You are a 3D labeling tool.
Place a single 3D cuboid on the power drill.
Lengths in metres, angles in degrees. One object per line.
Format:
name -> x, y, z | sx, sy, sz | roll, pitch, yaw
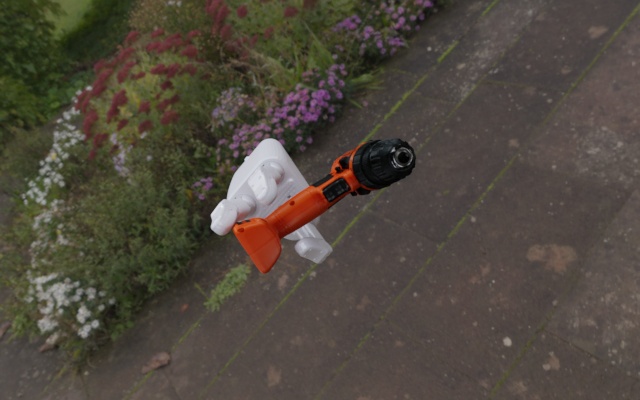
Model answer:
power drill -> 0.000, 0.002, 0.507 | 0.187, 0.057, 0.184 | -33, 4, -12
